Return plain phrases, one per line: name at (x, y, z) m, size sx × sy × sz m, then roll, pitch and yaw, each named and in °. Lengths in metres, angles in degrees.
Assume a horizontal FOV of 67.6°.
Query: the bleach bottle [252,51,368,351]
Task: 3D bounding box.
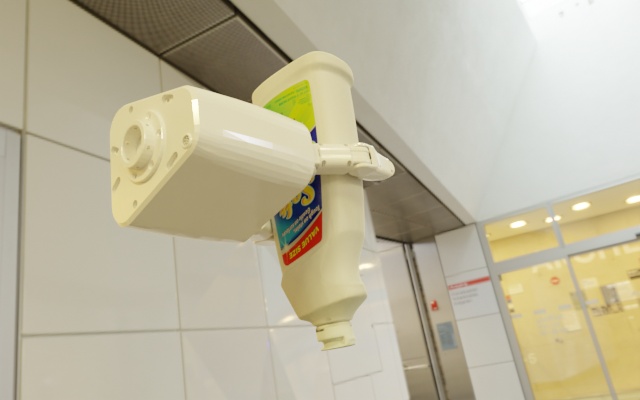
bleach bottle at (0.000, 0.001, 0.426) m, size 0.102 × 0.250 × 0.068 m, roll -23°, pitch -22°, yaw 34°
